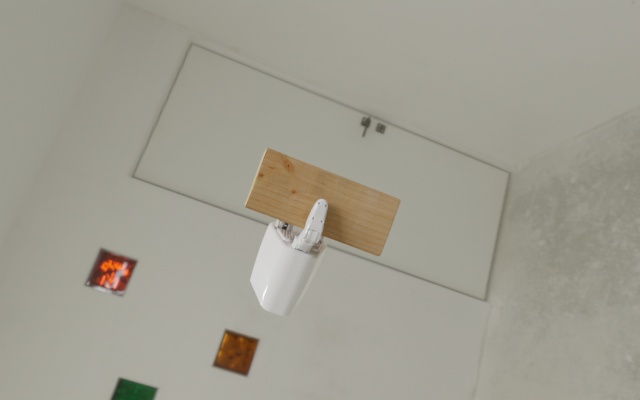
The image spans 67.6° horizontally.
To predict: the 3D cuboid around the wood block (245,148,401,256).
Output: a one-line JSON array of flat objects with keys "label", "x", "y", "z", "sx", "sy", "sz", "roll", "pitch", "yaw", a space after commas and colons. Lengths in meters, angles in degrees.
[{"label": "wood block", "x": 0.000, "y": 0.003, "z": 0.713, "sx": 0.206, "sy": 0.090, "sz": 0.091, "roll": 21, "pitch": -1, "yaw": -10}]
